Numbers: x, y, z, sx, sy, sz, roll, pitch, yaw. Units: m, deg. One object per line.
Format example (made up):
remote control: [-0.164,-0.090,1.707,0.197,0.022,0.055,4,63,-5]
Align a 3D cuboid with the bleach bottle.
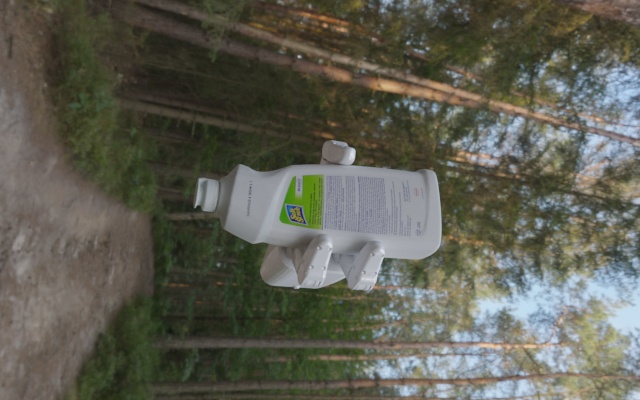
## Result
bleach bottle: [0.000,0.002,0.493,0.251,0.102,0.068,8,-23,-19]
